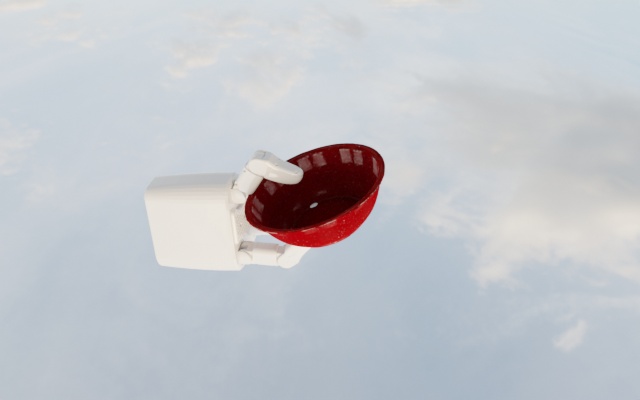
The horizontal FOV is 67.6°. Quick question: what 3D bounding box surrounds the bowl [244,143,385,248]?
[{"bbox_3d":[0.001,0.002,0.530,0.162,0.055,0.162,-17,32,11],"label":"bowl"}]
